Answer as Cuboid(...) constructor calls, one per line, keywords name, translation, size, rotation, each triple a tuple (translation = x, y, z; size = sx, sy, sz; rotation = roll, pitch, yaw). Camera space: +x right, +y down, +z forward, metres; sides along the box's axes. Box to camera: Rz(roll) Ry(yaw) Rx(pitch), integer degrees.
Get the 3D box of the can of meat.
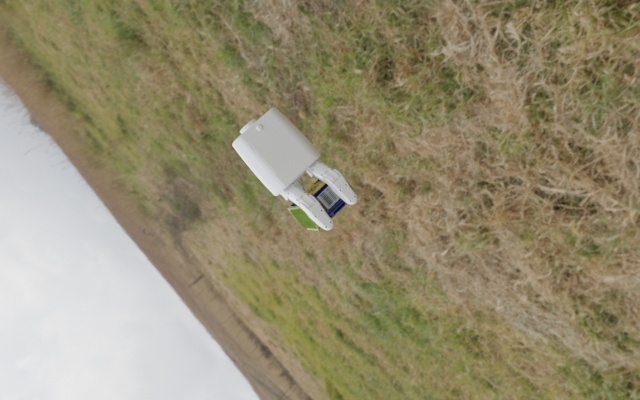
Cuboid(name="can of meat", translation=(0.000, 0.003, 0.777), size=(0.084, 0.057, 0.102), rotation=(-44, 10, -14))
